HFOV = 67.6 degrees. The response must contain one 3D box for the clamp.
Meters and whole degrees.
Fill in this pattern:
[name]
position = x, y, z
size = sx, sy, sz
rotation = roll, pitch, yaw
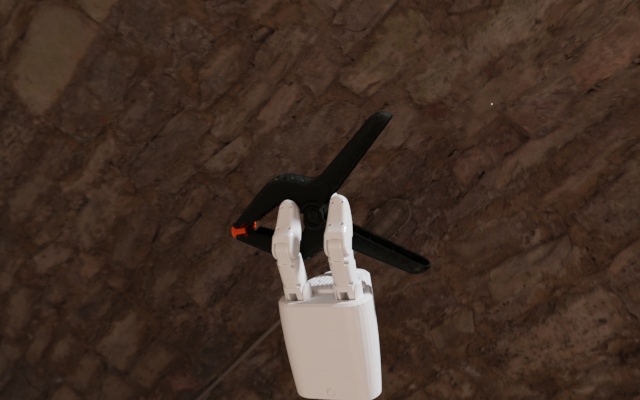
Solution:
[clamp]
position = 0.000, 0.002, 0.500
size = 0.210, 0.164, 0.036
rotation = -6, 9, 21
